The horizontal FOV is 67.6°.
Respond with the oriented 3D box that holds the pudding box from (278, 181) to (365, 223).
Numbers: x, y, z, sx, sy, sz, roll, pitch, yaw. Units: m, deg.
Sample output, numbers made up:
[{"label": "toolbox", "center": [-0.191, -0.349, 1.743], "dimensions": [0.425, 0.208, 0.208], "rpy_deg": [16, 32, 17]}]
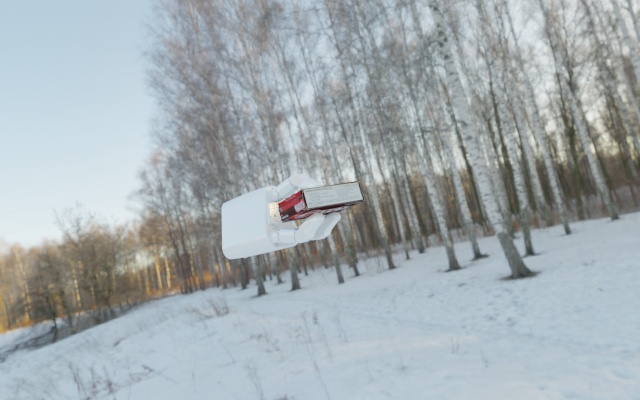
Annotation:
[{"label": "pudding box", "center": [0.000, 0.002, 0.773], "dimensions": [0.113, 0.039, 0.090], "rpy_deg": [-11, -7, -32]}]
